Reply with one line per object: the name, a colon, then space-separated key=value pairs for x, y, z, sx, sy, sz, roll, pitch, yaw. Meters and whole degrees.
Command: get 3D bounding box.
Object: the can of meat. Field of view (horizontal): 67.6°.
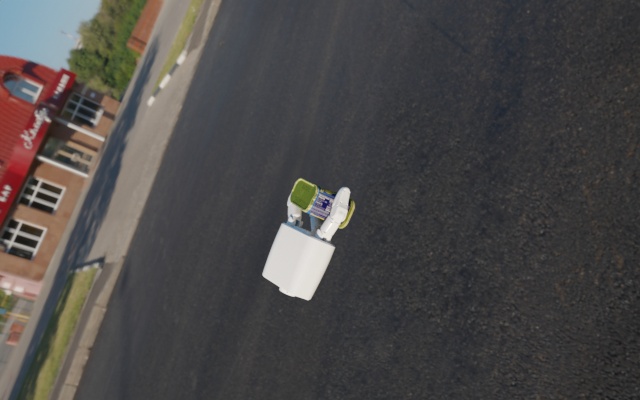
can of meat: x=0.000 y=0.003 z=0.877 sx=0.084 sy=0.057 sz=0.102 roll=24 pitch=2 yaw=-27
